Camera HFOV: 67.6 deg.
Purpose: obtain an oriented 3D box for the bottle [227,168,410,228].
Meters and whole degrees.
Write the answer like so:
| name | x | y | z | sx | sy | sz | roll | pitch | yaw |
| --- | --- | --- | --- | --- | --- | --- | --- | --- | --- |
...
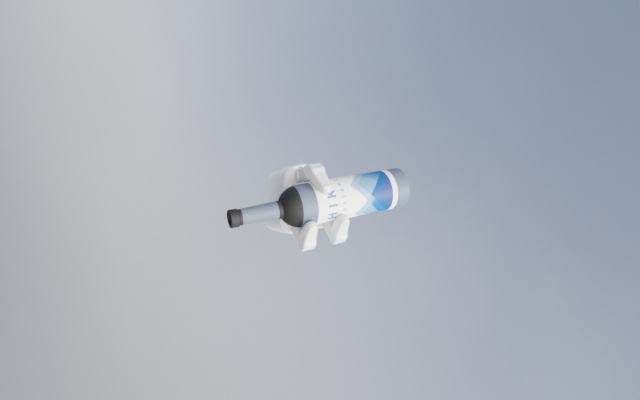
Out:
| name | x | y | z | sx | sy | sz | roll | pitch | yaw |
| --- | --- | --- | --- | --- | --- | --- | --- | --- | --- |
| bottle | 0.000 | 0.002 | 0.750 | 0.295 | 0.069 | 0.069 | -11 | 4 | -24 |
